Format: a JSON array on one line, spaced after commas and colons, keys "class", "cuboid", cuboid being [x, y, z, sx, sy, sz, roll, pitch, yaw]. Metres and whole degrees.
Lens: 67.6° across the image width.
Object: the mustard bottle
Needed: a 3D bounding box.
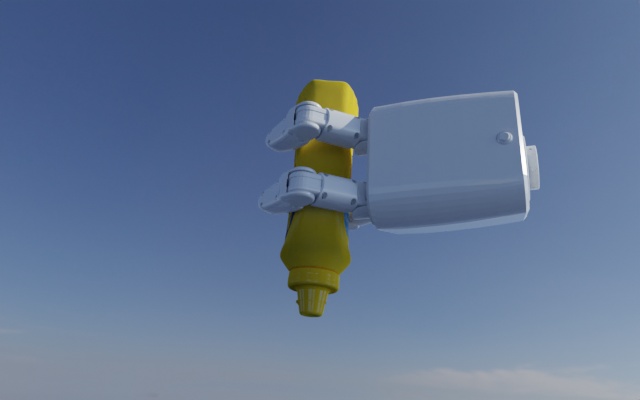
[{"class": "mustard bottle", "cuboid": [0.000, 0.001, 0.406, 0.058, 0.191, 0.096, 5, -23, -2]}]
